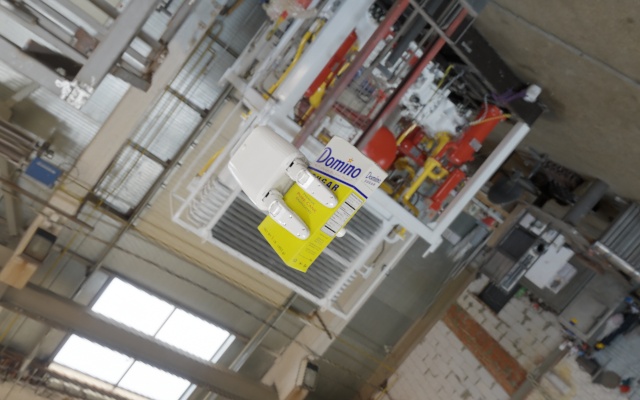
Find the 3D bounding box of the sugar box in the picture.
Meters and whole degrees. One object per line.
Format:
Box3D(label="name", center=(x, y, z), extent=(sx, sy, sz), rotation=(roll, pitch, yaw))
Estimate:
Box3D(label="sugar box", center=(0.000, 0.002, 0.655), extent=(0.048, 0.176, 0.093), rotation=(32, 8, -47))
